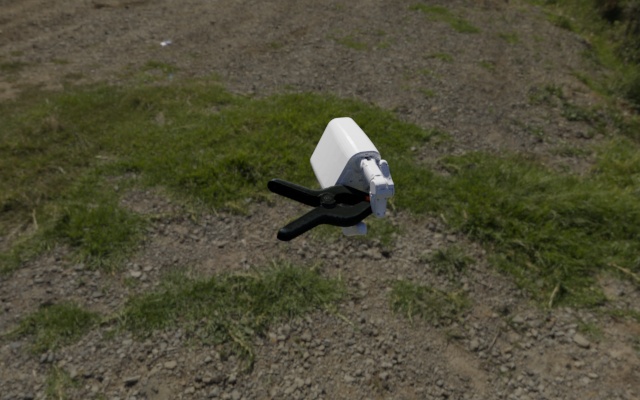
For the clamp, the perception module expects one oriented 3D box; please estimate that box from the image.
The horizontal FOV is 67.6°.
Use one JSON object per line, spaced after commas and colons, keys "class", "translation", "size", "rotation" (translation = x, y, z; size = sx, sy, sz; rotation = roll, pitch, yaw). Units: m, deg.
{"class": "clamp", "translation": [0.000, 0.002, 0.736], "size": [0.171, 0.120, 0.039], "rotation": [-8, -37, -22]}
